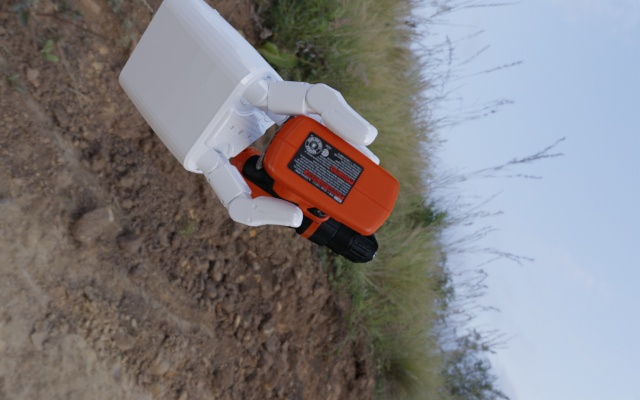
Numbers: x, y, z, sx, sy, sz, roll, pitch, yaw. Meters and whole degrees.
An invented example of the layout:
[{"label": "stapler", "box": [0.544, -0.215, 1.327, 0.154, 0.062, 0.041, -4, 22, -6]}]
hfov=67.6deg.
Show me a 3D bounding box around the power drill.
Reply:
[{"label": "power drill", "box": [0.000, 0.001, 0.445, 0.184, 0.057, 0.188, 32, -15, -8]}]
